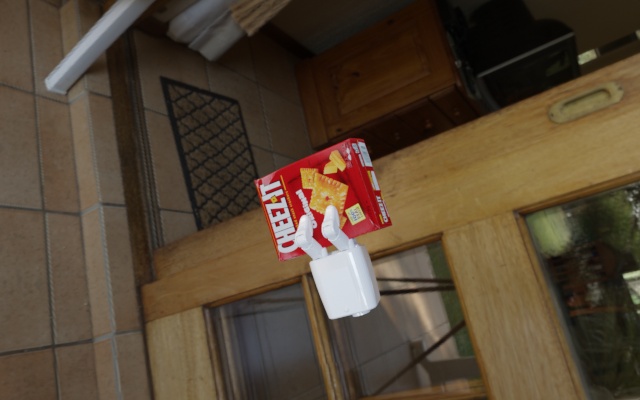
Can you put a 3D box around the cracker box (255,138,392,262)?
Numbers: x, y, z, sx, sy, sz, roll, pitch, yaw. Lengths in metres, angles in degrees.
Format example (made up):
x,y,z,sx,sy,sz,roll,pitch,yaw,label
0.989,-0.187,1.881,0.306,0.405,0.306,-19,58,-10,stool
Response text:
x,y,z,sx,sy,sz,roll,pitch,yaw,label
0.000,0.003,0.861,0.214,0.164,0.072,-21,-7,27,cracker box
